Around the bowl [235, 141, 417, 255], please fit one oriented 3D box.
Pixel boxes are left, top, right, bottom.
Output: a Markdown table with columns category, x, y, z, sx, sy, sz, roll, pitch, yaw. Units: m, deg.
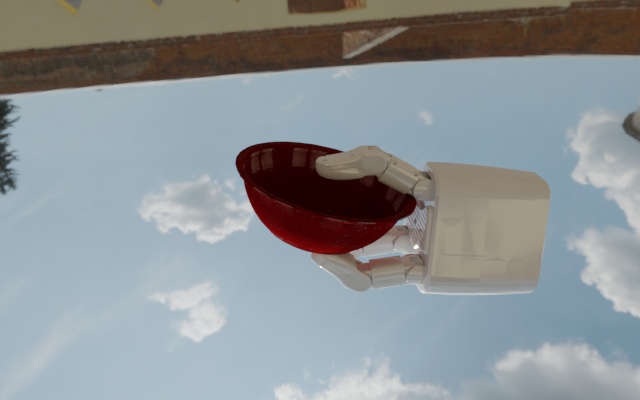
| category | x | y | z | sx | sy | sz | roll | pitch | yaw |
| --- | --- | --- | --- | --- | --- | --- | --- | --- | --- |
| bowl | -0.001 | 0.001 | 0.429 | 0.162 | 0.055 | 0.162 | 13 | 24 | -6 |
